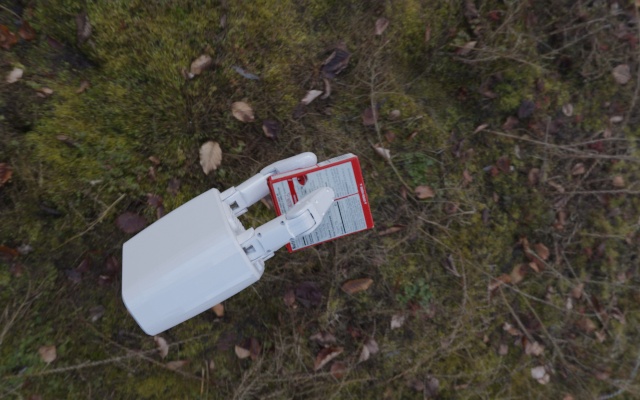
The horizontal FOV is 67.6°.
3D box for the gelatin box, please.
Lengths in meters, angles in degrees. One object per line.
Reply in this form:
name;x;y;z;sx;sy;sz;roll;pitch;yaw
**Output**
gelatin box;0.000;0.002;0.462;0.089;0.073;0.030;-16;15;-4
